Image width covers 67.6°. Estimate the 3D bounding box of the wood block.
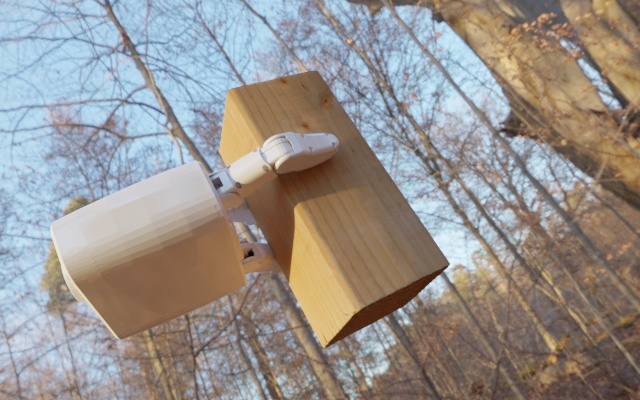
[{"bbox_3d":[0.000,0.001,0.403,0.090,0.206,0.091,-20,-24,-27],"label":"wood block"}]
